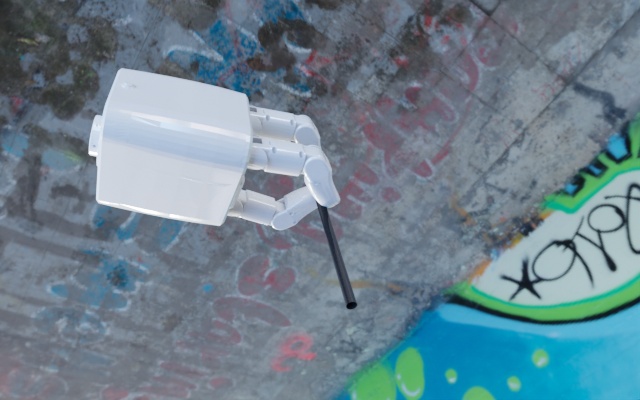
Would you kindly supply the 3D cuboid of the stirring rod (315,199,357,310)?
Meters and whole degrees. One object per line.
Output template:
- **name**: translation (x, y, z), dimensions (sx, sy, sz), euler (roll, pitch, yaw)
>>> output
- **stirring rod**: translation (0.000, 0.001, 0.427), dimensions (0.011, 0.011, 0.239), euler (0, 37, -13)
